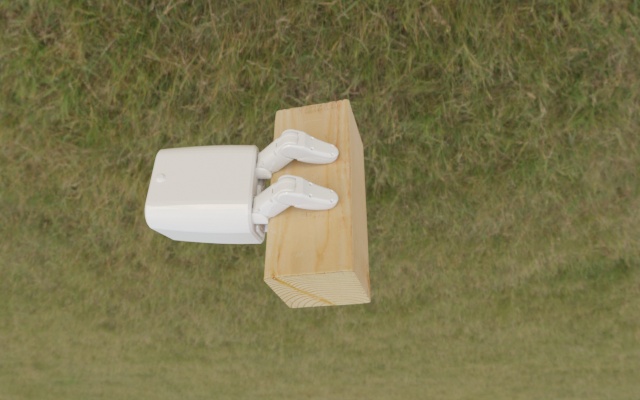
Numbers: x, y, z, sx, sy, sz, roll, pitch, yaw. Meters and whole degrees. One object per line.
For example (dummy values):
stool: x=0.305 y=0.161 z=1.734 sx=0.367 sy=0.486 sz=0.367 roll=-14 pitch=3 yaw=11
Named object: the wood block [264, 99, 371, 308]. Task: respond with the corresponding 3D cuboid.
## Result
wood block: x=0.000 y=0.002 z=0.523 sx=0.090 sy=0.206 sz=0.091 roll=-7 pitch=-31 yaw=12
